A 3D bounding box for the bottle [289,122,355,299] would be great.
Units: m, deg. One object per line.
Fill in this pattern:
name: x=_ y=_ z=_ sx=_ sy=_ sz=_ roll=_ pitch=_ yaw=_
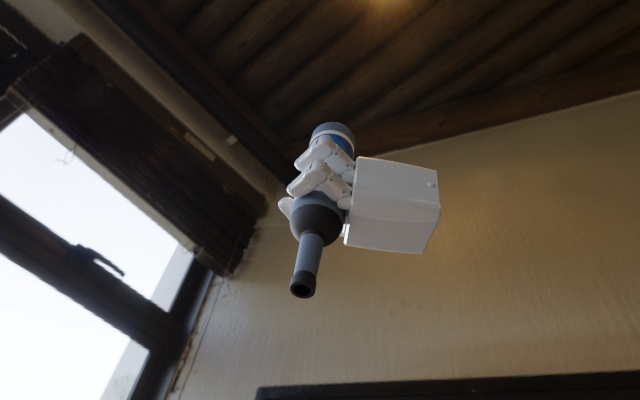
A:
bottle: x=0.000 y=0.002 z=0.611 sx=0.069 sy=0.069 sz=0.295 roll=0 pitch=39 yaw=10
